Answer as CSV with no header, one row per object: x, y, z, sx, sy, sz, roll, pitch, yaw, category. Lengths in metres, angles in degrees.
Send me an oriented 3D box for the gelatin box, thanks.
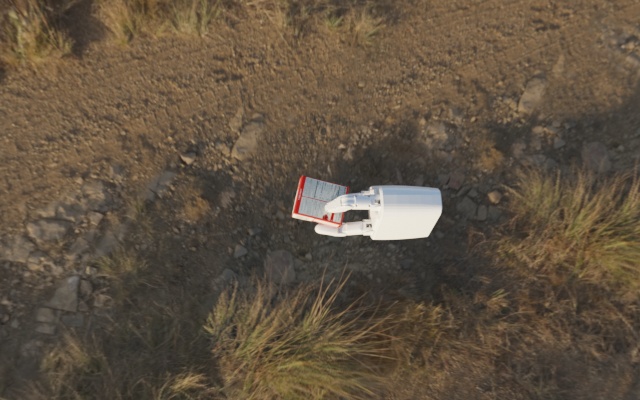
0.000,0.003,0.847,0.089,0.073,0.030,14,-18,-7,gelatin box
